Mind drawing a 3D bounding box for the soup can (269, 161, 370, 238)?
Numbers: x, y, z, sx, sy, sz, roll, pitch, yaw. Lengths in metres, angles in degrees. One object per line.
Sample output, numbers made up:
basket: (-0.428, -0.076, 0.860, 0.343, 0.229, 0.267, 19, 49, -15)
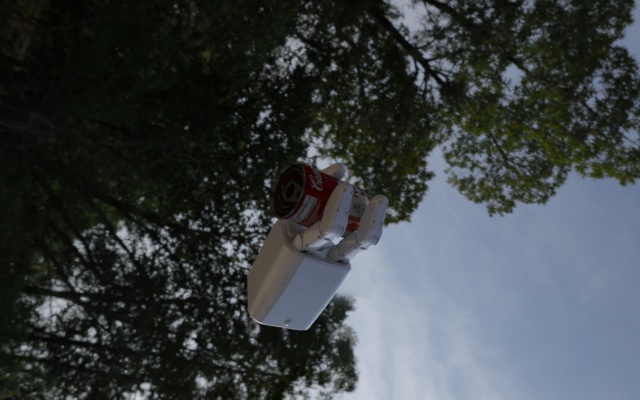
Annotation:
soup can: (0.001, 0.001, 0.564, 0.102, 0.068, 0.068, 20, -12, -35)
